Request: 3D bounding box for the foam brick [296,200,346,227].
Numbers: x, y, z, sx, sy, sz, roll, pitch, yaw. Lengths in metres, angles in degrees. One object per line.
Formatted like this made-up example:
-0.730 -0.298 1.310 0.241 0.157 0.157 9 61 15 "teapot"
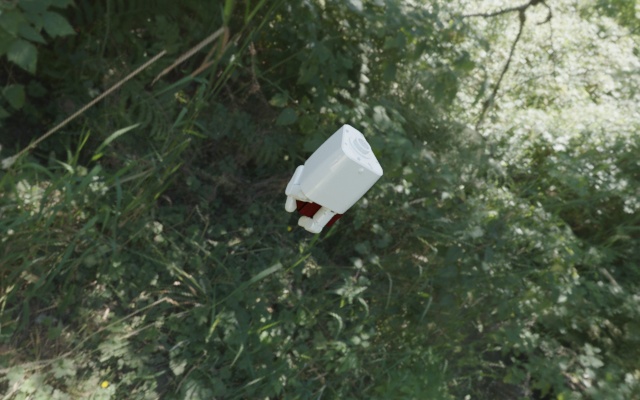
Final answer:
0.000 0.003 0.868 0.078 0.053 0.051 26 -56 -32 "foam brick"
